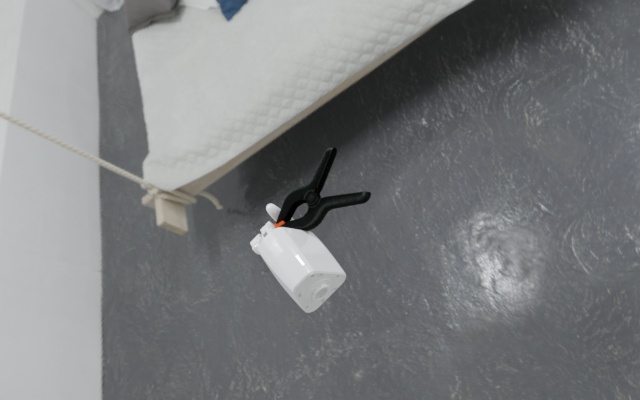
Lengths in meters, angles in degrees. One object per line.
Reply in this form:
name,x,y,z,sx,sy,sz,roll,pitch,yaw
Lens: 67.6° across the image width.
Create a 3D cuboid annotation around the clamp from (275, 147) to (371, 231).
clamp,0.000,0.003,0.815,0.120,0.171,0.039,46,7,32
